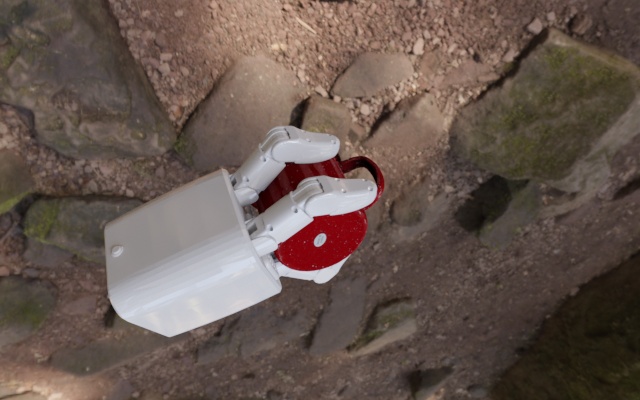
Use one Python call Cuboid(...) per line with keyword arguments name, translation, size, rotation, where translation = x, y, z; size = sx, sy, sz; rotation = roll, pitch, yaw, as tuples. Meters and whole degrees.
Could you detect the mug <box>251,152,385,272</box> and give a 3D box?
Cuboid(name="mug", translation=(0.001, 0.001, 0.411), size=(0.117, 0.081, 0.093), rotation=(-24, -41, -3))
